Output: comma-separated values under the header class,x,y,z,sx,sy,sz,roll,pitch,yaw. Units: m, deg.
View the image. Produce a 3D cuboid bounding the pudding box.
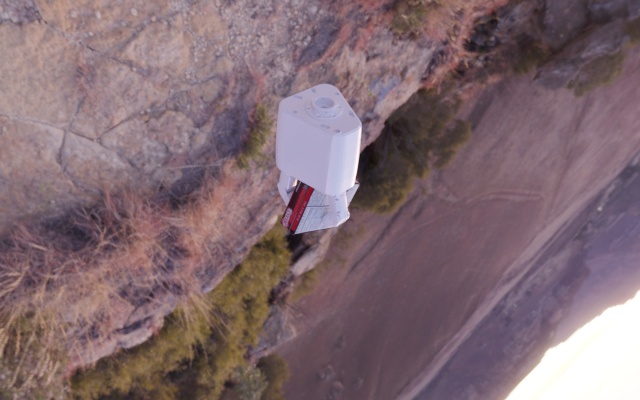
class,x,y,z,sx,sy,sz,roll,pitch,yaw
pudding box,0.000,0.002,0.738,0.113,0.090,0.039,-4,38,-48
